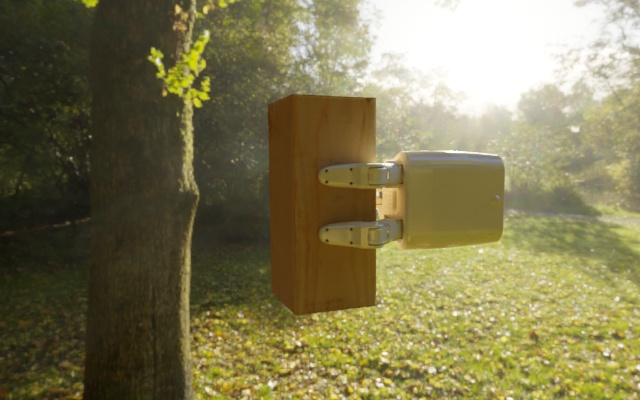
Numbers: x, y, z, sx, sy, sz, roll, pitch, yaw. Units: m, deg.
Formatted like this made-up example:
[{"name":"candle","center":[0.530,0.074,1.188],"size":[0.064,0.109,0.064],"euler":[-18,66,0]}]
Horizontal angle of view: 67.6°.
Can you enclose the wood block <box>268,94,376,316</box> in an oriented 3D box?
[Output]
[{"name":"wood block","center":[0.000,0.001,0.496],"size":[0.090,0.206,0.091],"euler":[-2,6,-20]}]
